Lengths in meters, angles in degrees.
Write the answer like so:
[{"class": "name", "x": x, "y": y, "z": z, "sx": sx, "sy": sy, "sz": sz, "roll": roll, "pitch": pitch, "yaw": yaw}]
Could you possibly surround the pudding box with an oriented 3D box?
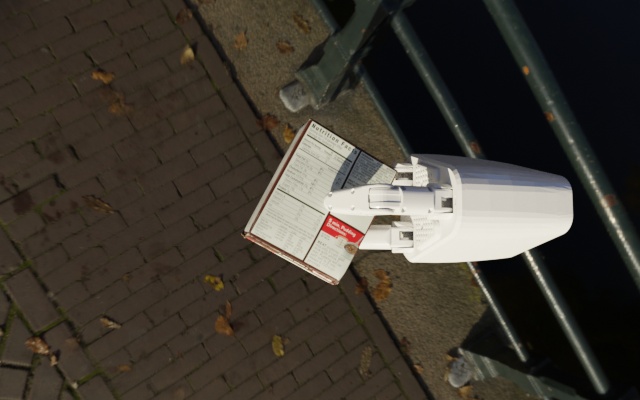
[{"class": "pudding box", "x": 0.000, "y": 0.001, "z": 0.404, "sx": 0.090, "sy": 0.113, "sz": 0.039, "roll": 30, "pitch": -11, "yaw": -10}]
